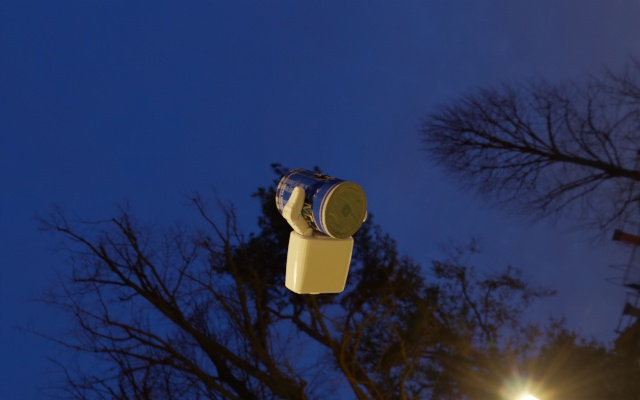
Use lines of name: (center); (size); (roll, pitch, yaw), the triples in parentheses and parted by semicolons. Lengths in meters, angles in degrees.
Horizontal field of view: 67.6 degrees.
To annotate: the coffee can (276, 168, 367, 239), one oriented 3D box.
coffee can: (0.000, 0.003, 0.878); (0.103, 0.103, 0.140); (0, 13, -42)
